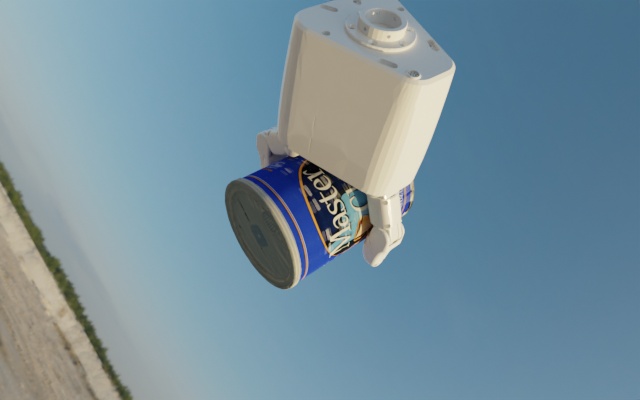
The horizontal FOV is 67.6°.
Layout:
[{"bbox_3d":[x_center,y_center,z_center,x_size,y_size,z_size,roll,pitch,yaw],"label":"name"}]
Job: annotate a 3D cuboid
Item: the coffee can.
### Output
[{"bbox_3d":[0.000,0.002,0.435,0.140,0.103,0.103,-29,15,-30],"label":"coffee can"}]
